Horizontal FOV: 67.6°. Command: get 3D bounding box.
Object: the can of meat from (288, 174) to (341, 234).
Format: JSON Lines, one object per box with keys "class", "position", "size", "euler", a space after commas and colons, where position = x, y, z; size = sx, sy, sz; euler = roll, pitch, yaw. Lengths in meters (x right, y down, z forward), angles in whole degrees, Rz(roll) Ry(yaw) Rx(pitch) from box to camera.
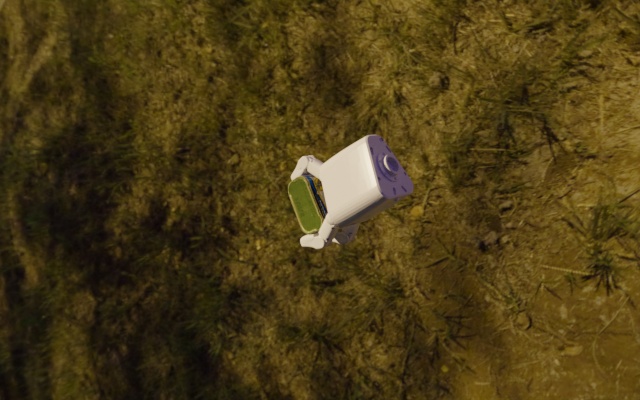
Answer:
{"class": "can of meat", "position": [0.000, 0.003, 0.815], "size": [0.057, 0.102, 0.084], "euler": [-29, -12, 41]}
